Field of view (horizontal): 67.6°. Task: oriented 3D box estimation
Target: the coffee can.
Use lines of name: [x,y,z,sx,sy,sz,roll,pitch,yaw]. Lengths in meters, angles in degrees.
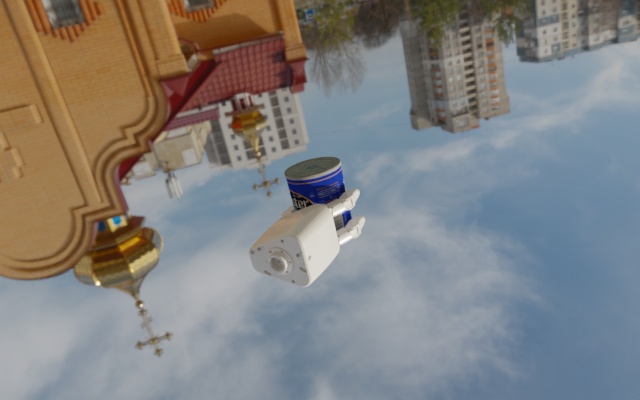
coffee can: [0.000,0.003,0.871,0.103,0.140,0.102,-12,20,4]
